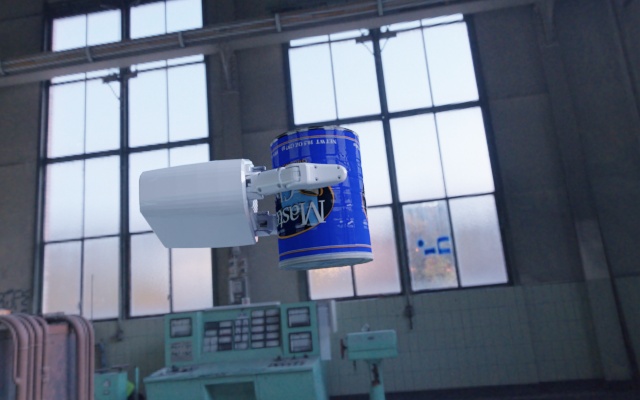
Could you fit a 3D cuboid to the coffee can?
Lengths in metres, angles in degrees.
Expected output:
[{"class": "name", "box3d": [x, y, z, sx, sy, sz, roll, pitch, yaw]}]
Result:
[{"class": "coffee can", "box3d": [0.000, 0.002, 0.528, 0.103, 0.140, 0.103, -5, -12, -1]}]
